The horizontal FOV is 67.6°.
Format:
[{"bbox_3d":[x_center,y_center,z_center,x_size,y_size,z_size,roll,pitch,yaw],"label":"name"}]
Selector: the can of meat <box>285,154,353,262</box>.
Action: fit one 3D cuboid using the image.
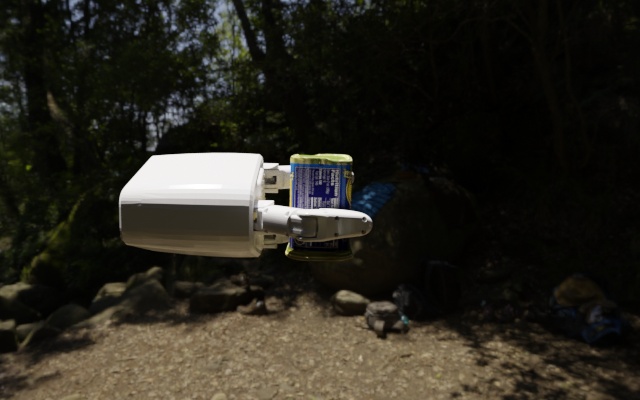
[{"bbox_3d":[0.000,0.001,0.429,0.057,0.084,0.102,1,7,0],"label":"can of meat"}]
